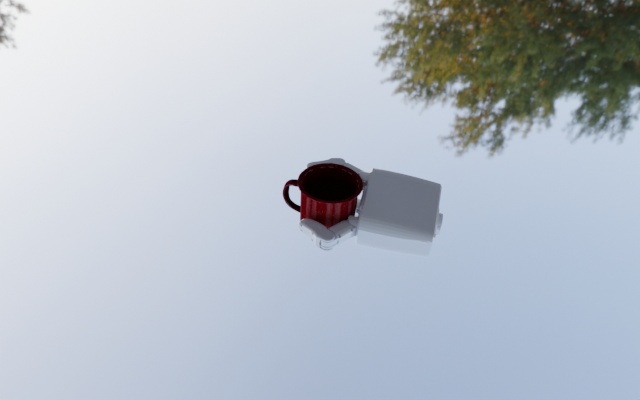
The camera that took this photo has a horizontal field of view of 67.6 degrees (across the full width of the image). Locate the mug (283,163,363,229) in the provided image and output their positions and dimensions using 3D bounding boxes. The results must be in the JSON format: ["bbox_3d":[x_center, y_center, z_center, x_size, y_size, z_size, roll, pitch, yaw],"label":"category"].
[{"bbox_3d":[-0.001,0.002,0.699,0.117,0.082,0.093,12,41,9],"label":"mug"}]
